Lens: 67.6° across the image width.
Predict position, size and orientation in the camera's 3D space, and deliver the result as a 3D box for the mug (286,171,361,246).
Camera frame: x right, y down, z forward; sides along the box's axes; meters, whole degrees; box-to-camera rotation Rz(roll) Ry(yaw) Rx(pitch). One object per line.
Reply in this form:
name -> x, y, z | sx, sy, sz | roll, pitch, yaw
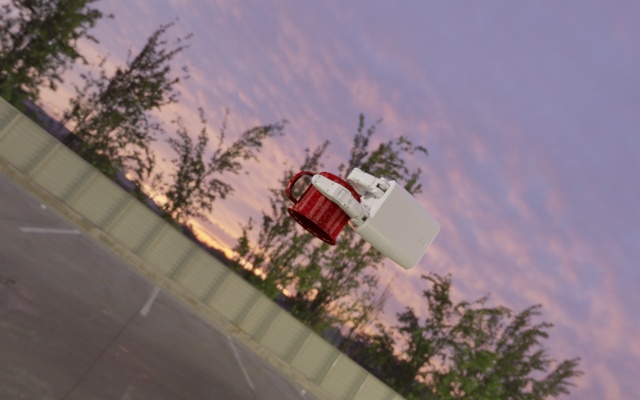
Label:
mug -> -0.001, 0.001, 0.736 | 0.117, 0.081, 0.093 | 40, -14, -13
